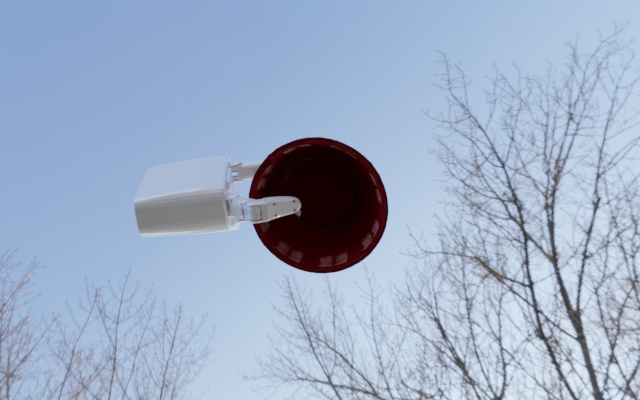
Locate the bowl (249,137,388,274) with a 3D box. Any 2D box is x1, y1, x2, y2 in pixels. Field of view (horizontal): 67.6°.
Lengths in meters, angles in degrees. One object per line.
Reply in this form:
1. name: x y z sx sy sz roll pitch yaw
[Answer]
1. bowl: 0.001 0.002 0.566 0.162 0.162 0.055 0 16 10
